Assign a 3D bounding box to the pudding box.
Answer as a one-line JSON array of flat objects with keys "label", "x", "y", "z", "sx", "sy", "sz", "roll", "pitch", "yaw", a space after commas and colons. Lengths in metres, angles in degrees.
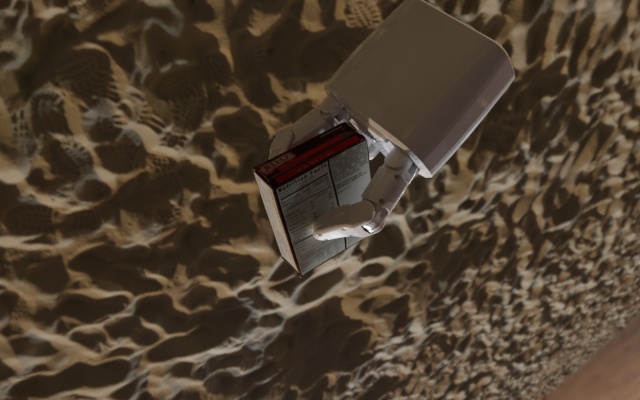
[{"label": "pudding box", "x": 0.000, "y": 0.001, "z": 0.411, "sx": 0.090, "sy": 0.114, "sz": 0.039, "roll": -28, "pitch": 43, "yaw": -17}]
